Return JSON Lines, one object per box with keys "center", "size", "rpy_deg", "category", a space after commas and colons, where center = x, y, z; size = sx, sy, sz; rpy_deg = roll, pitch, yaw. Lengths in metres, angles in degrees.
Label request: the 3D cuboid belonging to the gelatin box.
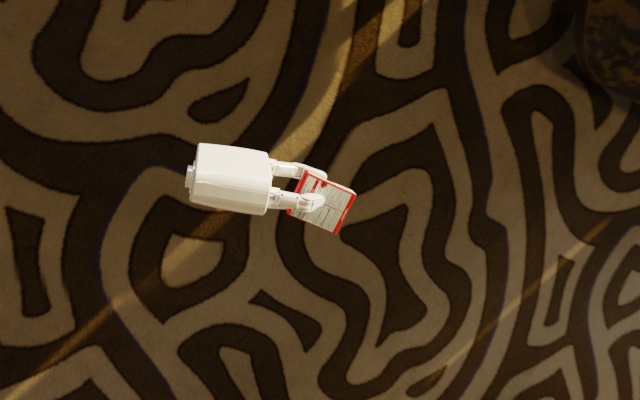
{"center": [0.001, 0.003, 0.752], "size": [0.089, 0.073, 0.030], "rpy_deg": [23, 11, -15], "category": "gelatin box"}
